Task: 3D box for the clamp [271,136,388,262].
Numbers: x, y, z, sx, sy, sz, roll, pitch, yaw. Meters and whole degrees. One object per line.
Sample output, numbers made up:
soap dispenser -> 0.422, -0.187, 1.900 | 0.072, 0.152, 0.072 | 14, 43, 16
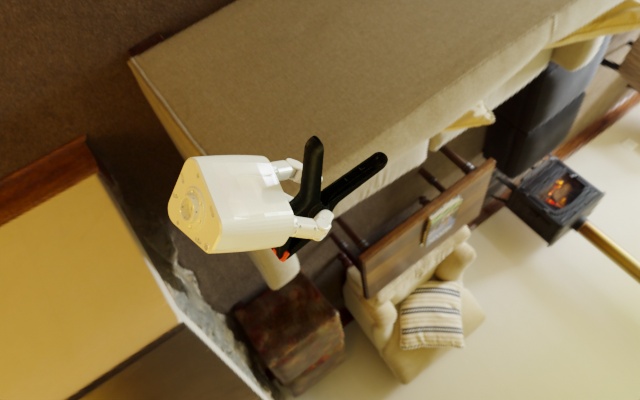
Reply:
clamp -> 0.000, 0.003, 0.668 | 0.164, 0.210, 0.036 | -2, 43, -46
